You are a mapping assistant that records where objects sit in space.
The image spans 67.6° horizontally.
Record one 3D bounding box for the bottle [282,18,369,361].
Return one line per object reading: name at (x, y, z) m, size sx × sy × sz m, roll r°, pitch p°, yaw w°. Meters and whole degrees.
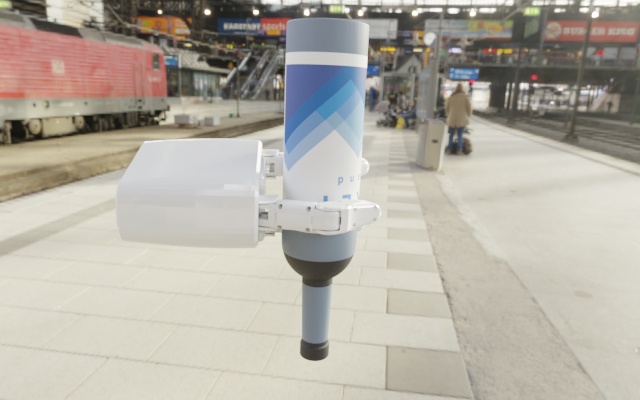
bottle at (0.000, 0.001, 0.417) m, size 0.069 × 0.296 × 0.069 m, roll 2°, pitch 13°, yaw -1°
